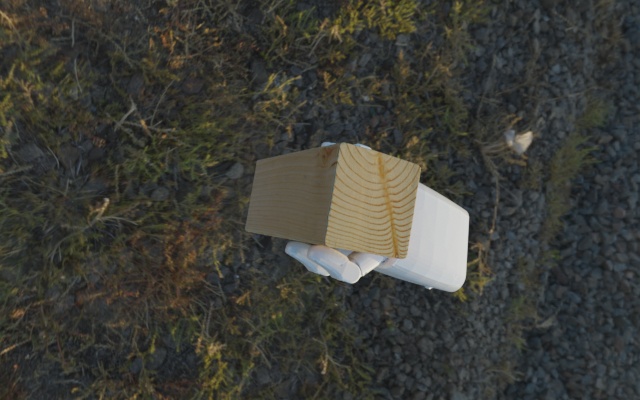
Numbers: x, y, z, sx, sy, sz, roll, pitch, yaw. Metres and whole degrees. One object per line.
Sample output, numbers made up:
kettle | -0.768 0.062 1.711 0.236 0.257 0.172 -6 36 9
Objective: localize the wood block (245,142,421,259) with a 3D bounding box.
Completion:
wood block | 0.001 0.001 0.507 0.090 0.091 0.206 13 -6 -27
